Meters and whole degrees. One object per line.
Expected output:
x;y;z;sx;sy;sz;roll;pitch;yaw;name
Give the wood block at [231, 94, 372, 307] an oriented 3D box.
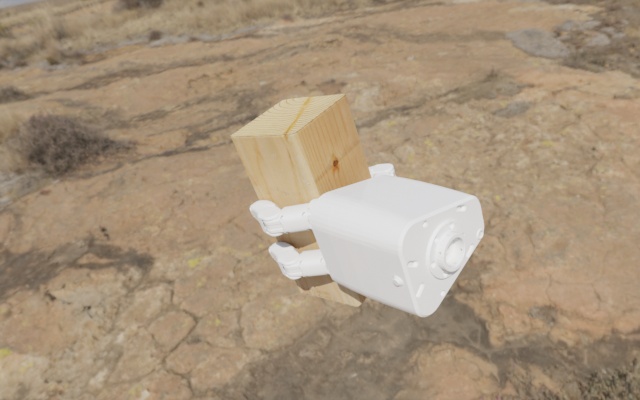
0.001;0.001;0.515;0.090;0.206;0.090;5;36;40;wood block
